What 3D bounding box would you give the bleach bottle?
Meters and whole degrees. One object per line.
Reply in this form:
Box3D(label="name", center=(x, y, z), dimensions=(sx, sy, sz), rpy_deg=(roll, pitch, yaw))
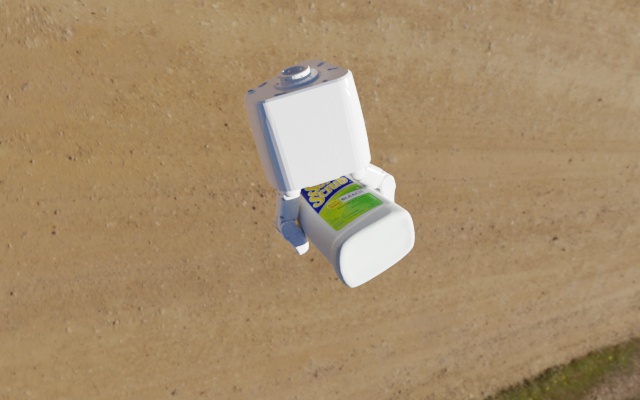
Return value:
Box3D(label="bleach bottle", center=(0.000, 0.002, 0.593), dimensions=(0.102, 0.068, 0.250), rpy_deg=(-28, 36, -18))
